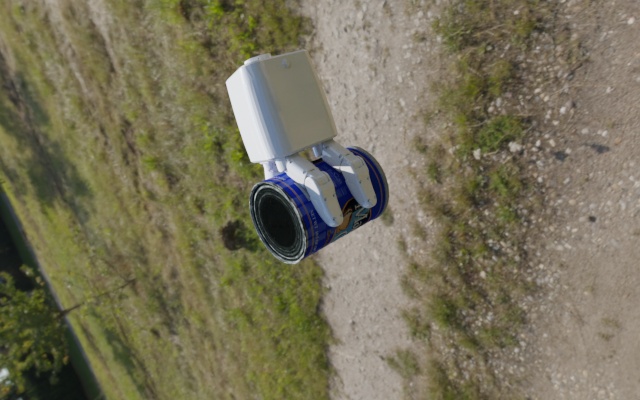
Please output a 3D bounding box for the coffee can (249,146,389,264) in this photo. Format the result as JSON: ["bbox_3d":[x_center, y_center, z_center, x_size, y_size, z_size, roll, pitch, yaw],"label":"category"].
[{"bbox_3d":[0.000,0.002,0.584,0.140,0.103,0.103,-26,16,-36],"label":"coffee can"}]
